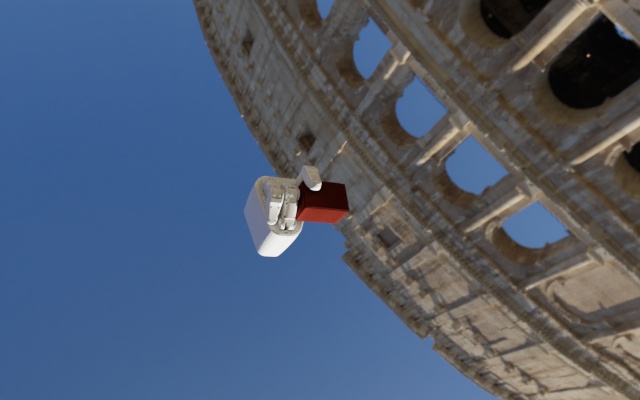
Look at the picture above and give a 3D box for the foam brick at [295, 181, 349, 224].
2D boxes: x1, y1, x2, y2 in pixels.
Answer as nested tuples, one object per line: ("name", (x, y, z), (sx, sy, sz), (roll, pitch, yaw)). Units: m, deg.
("foam brick", (0.000, 0.003, 0.795), (0.078, 0.053, 0.051), (6, -30, -21))
